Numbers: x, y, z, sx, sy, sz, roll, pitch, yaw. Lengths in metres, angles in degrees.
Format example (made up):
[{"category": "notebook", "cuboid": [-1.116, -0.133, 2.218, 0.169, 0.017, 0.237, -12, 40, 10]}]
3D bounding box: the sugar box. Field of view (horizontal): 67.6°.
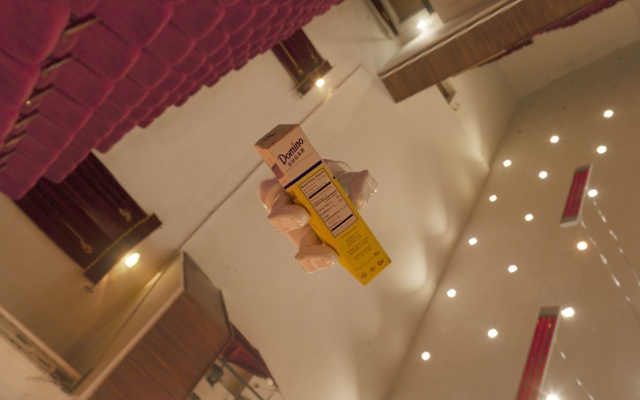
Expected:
[{"category": "sugar box", "cuboid": [0.000, 0.002, 0.509, 0.048, 0.176, 0.093, -40, 17, -7]}]
